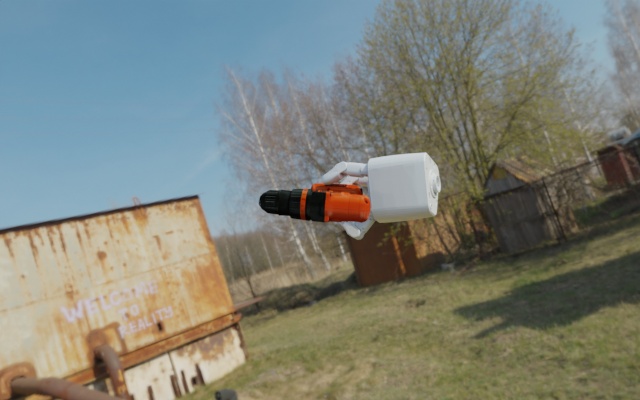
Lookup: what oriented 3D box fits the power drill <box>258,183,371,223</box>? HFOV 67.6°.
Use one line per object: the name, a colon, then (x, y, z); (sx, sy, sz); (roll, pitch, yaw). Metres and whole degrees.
power drill: (0.000, 0.003, 0.848); (0.184, 0.057, 0.187); (6, 7, 9)
